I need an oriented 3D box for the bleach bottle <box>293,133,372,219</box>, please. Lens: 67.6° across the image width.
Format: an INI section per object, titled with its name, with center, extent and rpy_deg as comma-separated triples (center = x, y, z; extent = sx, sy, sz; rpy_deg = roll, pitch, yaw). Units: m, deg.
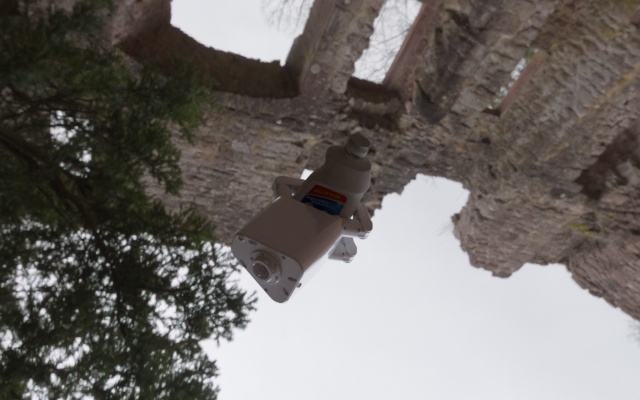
[bleach bottle]
center = 0.000, 0.002, 0.709
extent = 0.102, 0.251, 0.068
rpy_deg = 35, 39, 9
